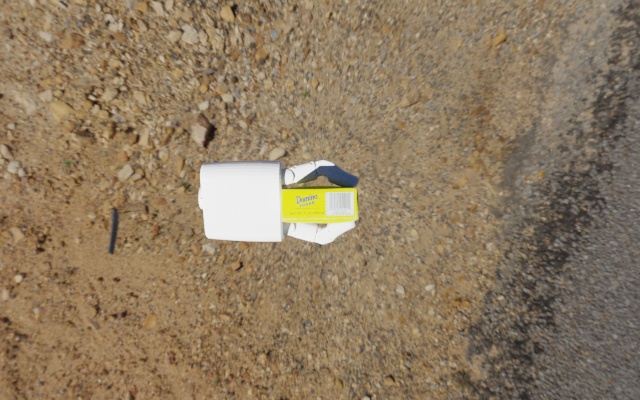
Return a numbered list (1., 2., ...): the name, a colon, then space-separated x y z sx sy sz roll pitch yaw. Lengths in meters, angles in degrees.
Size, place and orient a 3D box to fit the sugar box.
1. sugar box: 0.000 0.002 0.649 0.093 0.048 0.176 0 4 0
